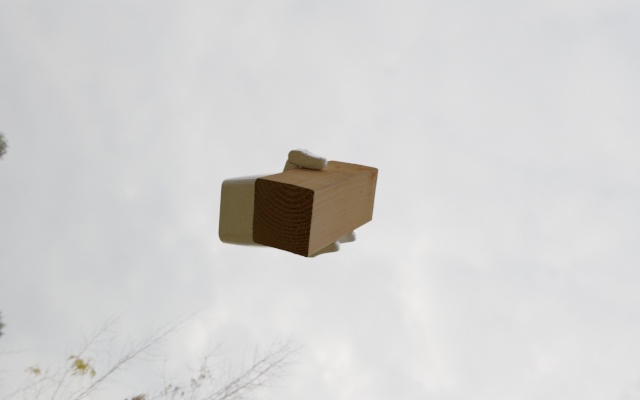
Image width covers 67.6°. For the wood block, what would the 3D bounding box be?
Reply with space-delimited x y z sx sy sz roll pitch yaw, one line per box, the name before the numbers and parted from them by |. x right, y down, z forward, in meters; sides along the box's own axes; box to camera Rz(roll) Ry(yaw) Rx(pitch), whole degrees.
wood block | 0.000 0.002 0.692 0.090 0.091 0.206 13 17 27
